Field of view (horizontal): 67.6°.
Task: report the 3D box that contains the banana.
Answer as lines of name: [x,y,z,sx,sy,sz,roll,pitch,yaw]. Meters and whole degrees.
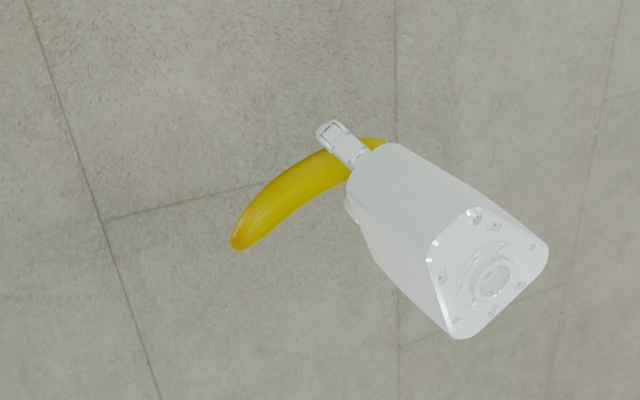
banana: [-0.001,-0.014,0.453,0.198,0.070,0.037,-24,38,-13]
